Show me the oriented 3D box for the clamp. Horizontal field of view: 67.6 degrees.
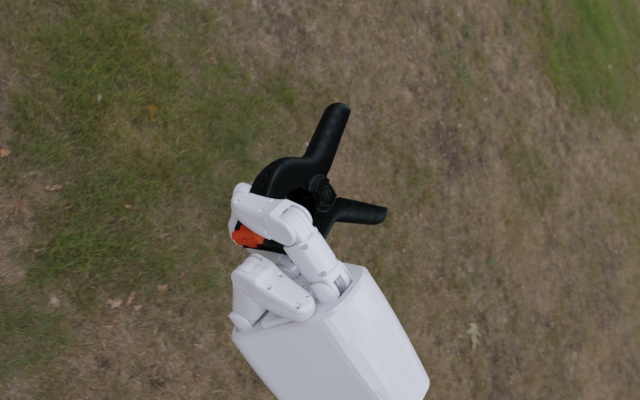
[{"bbox_3d":[0.000,0.001,0.404,0.039,0.120,0.171,-17,21,47],"label":"clamp"}]
